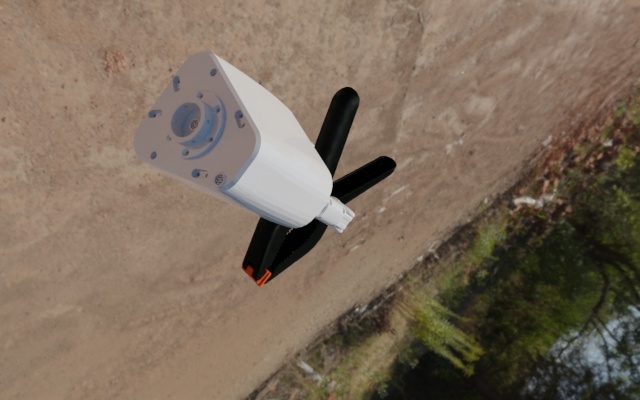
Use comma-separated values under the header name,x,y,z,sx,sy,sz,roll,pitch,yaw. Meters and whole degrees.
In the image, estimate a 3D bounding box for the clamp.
name,x,y,z,sx,sy,sz,roll,pitch,yaw
clamp,0.000,0.002,0.503,0.036,0.210,0.164,39,5,31
